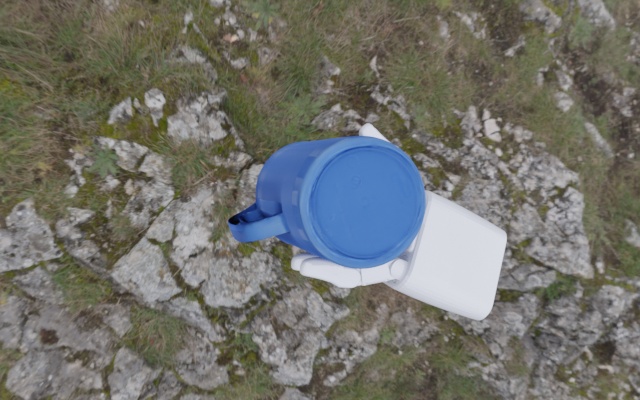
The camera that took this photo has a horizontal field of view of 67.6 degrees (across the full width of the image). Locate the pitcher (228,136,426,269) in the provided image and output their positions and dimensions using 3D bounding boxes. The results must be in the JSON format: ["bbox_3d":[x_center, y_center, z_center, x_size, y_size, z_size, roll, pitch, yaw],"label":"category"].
[{"bbox_3d":[0.000,0.002,0.490,0.145,0.149,0.243,26,-3,-12],"label":"pitcher"}]
